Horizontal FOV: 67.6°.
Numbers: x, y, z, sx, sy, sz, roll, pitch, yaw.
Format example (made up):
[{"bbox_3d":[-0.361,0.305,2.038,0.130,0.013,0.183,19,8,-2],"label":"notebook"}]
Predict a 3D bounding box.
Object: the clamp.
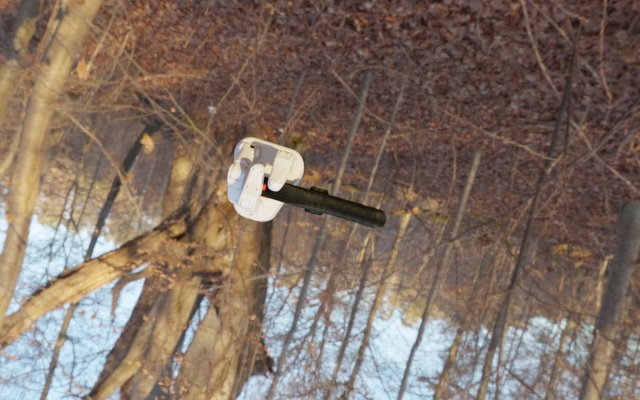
[{"bbox_3d":[0.000,0.003,0.648,0.171,0.039,0.120,18,-4,0],"label":"clamp"}]
